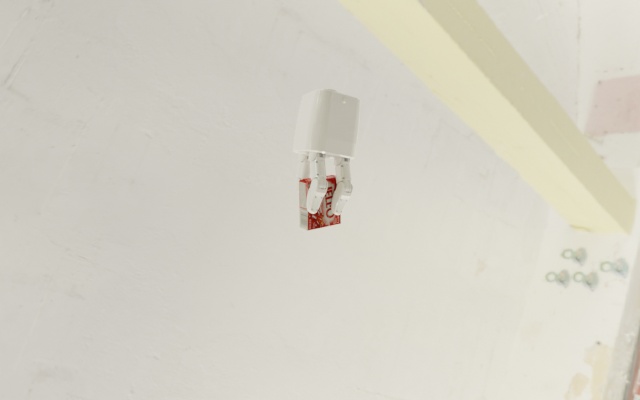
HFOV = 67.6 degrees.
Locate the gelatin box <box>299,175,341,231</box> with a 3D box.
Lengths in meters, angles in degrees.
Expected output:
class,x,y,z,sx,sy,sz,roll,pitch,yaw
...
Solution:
class,x,y,z,sx,sy,sz,roll,pitch,yaw
gelatin box,0.000,0.003,0.841,0.073,0.089,0.030,-10,17,-35
